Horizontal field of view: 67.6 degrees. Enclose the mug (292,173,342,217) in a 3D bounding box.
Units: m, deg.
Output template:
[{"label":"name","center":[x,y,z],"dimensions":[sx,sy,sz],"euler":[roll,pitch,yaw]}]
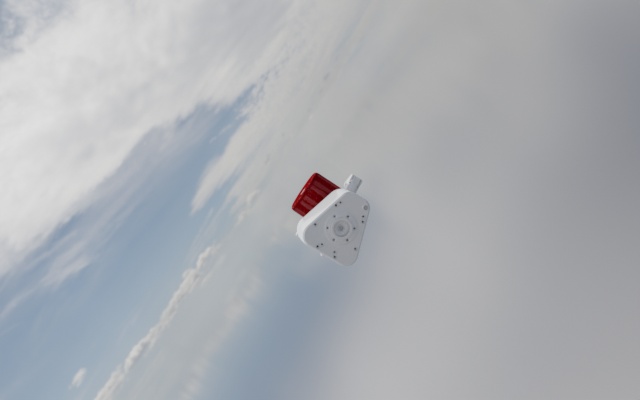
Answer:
[{"label":"mug","center":[0.000,0.003,0.877],"dimensions":[0.081,0.093,0.117],"euler":[33,-3,-6]}]
